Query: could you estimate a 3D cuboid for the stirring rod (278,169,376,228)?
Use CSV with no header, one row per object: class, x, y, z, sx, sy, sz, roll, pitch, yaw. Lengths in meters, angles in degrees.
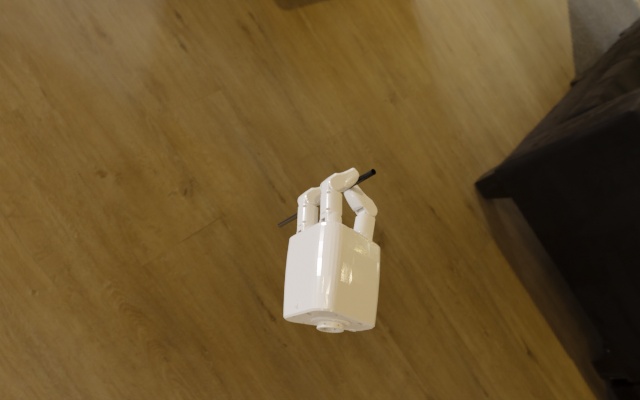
stirring rod,0.000,0.002,0.694,0.011,0.011,0.239,0,-19,-36
